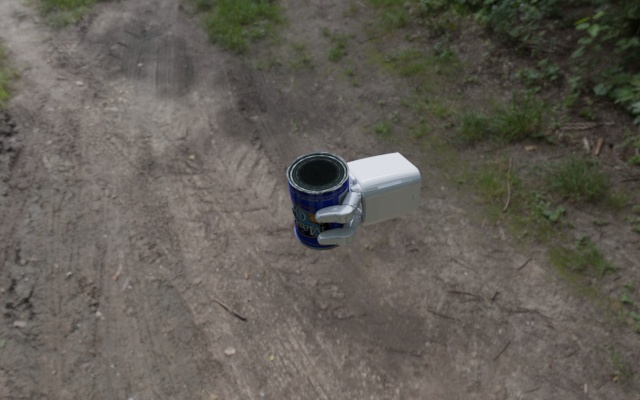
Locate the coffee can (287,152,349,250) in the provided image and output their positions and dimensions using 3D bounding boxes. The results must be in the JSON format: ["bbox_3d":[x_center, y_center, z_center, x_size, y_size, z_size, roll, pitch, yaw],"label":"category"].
[{"bbox_3d":[0.000,0.003,0.824,0.103,0.140,0.102,-2,45,2],"label":"coffee can"}]
